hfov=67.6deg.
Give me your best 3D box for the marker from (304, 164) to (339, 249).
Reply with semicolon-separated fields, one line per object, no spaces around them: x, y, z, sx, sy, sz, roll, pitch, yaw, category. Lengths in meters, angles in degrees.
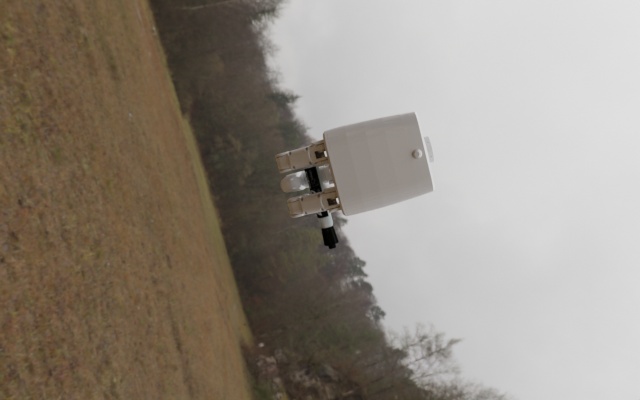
0.000;0.002;0.595;0.020;0.121;0.020;-15;6;2;marker
